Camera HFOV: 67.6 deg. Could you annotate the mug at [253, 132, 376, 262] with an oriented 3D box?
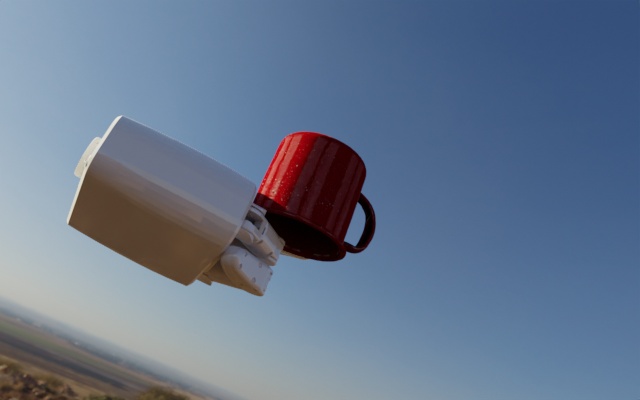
[{"bbox_3d":[0.001,0.002,0.412,0.117,0.081,0.093,29,-25,-18],"label":"mug"}]
